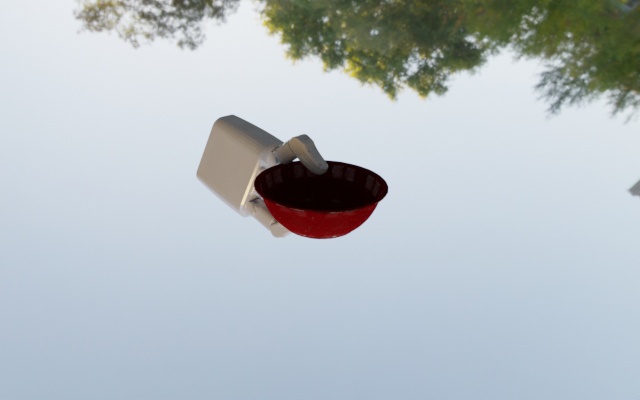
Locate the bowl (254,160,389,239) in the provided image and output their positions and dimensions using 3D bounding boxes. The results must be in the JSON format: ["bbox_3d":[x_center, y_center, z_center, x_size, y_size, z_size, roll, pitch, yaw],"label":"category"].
[{"bbox_3d":[0.001,0.003,0.584,0.162,0.055,0.162,2,24,-1],"label":"bowl"}]
